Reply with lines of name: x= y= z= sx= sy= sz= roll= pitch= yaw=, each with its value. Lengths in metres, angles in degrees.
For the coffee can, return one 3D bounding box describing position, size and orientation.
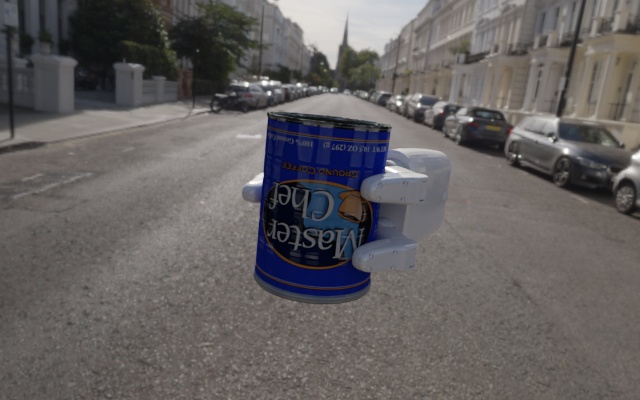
coffee can: x=0.000 y=0.001 z=0.403 sx=0.103 sy=0.140 sz=0.102 roll=6 pitch=13 yaw=-1
